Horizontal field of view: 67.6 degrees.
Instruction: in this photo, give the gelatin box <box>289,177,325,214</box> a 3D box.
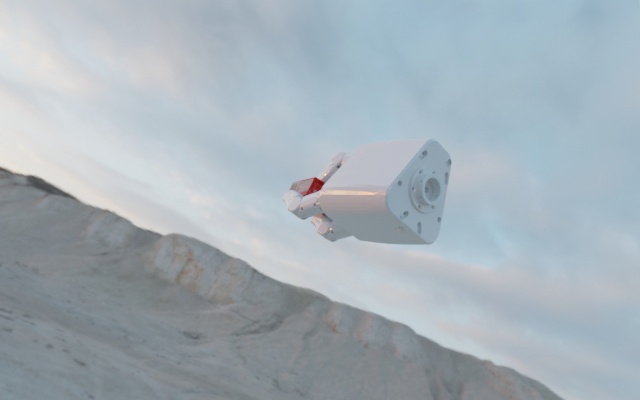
[{"bbox_3d":[0.000,0.002,0.652,0.073,0.030,0.089,33,-15,-19],"label":"gelatin box"}]
